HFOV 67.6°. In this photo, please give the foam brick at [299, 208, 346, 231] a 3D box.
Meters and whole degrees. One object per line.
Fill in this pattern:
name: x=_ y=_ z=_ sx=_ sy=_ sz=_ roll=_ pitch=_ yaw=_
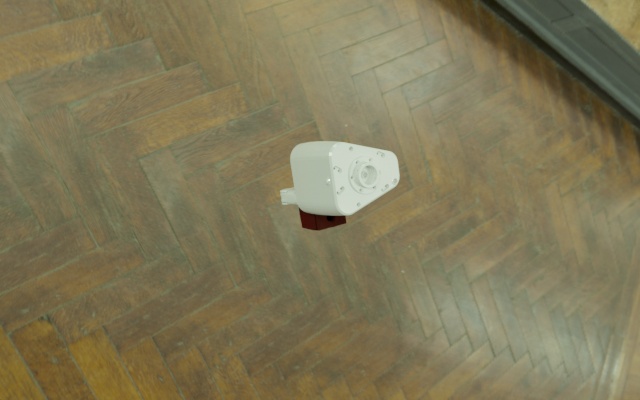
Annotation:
foam brick: x=0.000 y=0.003 z=0.723 sx=0.053 sy=0.078 sz=0.051 roll=-13 pitch=9 yaw=-29
